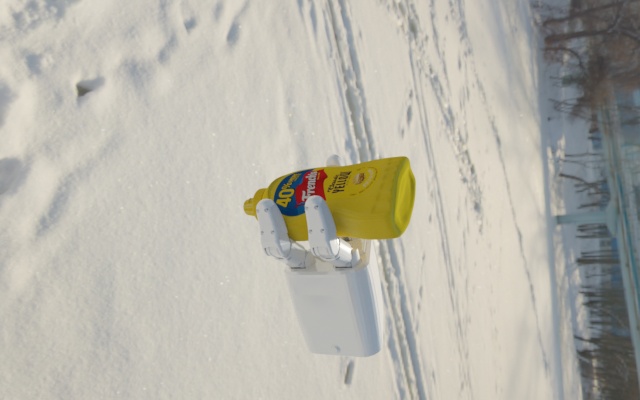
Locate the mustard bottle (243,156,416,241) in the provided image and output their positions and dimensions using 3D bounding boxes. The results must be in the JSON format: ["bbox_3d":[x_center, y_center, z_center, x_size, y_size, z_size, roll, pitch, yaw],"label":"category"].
[{"bbox_3d":[0.000,0.001,0.512,0.191,0.058,0.096,-5,41,27],"label":"mustard bottle"}]
